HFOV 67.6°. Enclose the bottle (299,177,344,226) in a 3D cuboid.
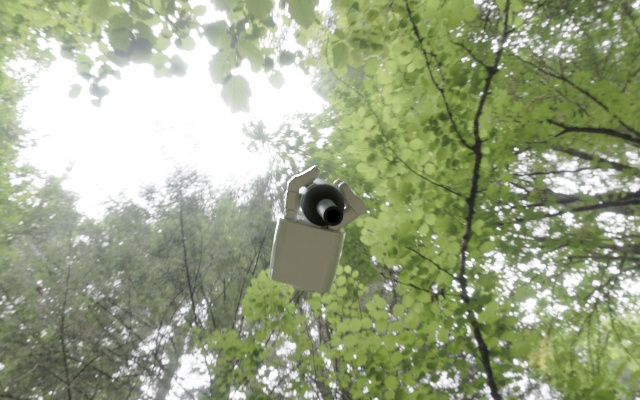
[{"bbox_3d":[0.000,0.002,0.780,0.069,0.069,0.295,0,7,-7],"label":"bottle"}]
